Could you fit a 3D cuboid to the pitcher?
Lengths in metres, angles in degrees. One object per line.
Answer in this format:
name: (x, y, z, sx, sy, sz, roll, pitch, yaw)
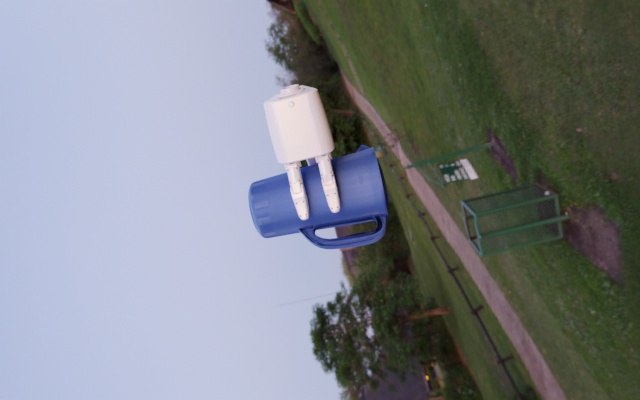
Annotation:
pitcher: (0.000, 0.003, 0.866, 0.243, 0.145, 0.149, -13, 22, 5)
